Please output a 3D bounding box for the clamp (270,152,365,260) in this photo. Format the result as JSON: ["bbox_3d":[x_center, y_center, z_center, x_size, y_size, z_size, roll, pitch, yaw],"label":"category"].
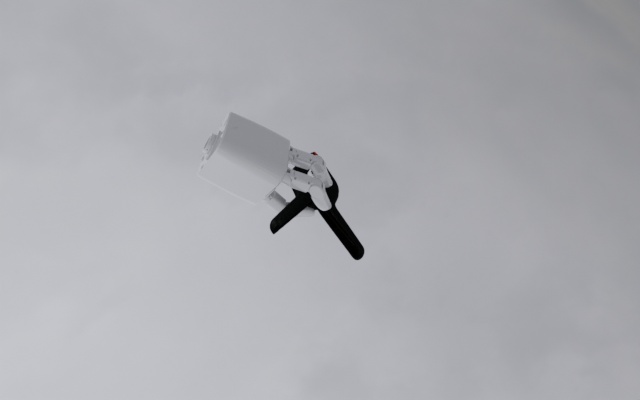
[{"bbox_3d":[0.000,0.003,0.794,0.164,0.209,0.036,26,-51,-20],"label":"clamp"}]
